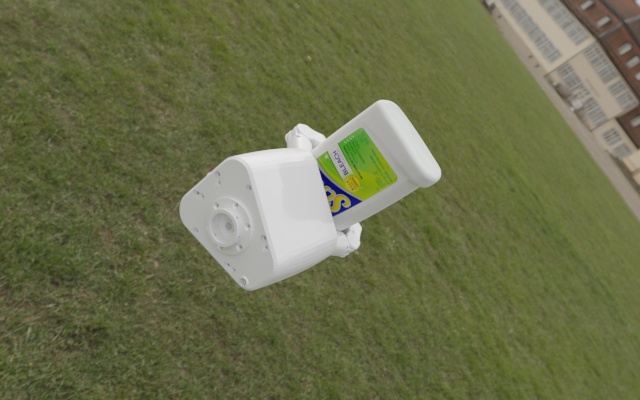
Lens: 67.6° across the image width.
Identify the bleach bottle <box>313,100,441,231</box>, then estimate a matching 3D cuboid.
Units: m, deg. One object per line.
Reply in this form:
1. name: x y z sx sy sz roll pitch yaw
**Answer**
1. bleach bottle: 0.000 0.002 0.530 0.251 0.102 0.068 -36 -10 28
